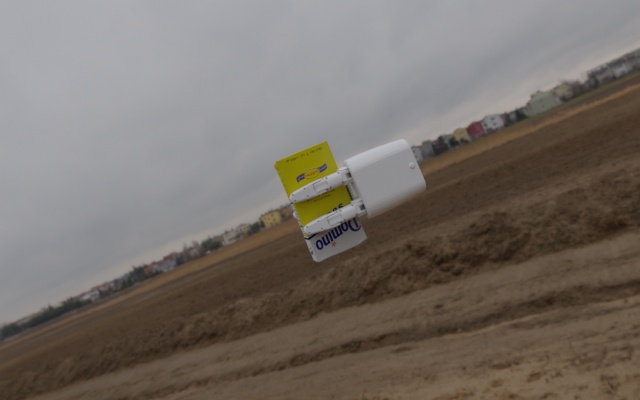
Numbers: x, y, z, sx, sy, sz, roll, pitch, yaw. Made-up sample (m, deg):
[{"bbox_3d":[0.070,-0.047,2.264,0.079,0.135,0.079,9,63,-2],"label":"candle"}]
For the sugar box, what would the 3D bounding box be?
[{"bbox_3d":[0.000,0.002,0.778,0.093,0.176,0.048,-24,0,-11],"label":"sugar box"}]
